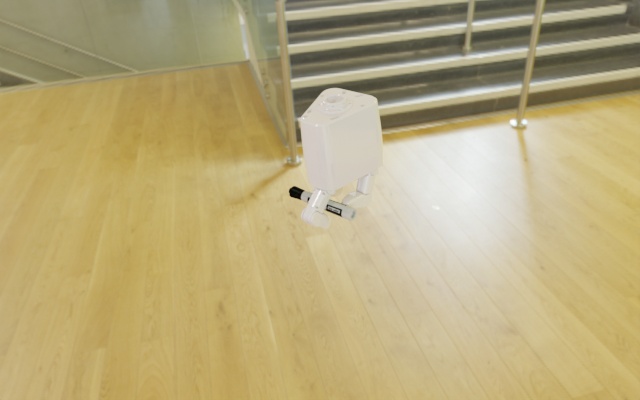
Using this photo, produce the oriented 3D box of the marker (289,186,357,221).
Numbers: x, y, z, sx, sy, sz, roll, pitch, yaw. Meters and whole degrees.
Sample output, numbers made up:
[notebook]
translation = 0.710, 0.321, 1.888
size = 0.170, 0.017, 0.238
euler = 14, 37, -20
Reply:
[marker]
translation = 0.000, 0.002, 0.711
size = 0.121, 0.020, 0.020
euler = 21, 12, 33
